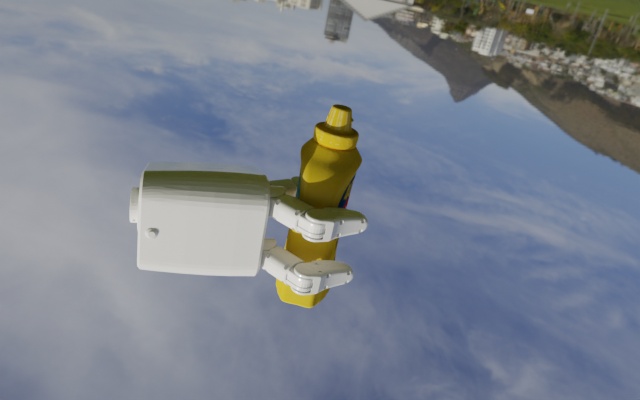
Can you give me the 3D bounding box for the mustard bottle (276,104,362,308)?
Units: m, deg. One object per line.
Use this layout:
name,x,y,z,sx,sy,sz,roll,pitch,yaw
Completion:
mustard bottle,0.000,0.002,0.464,0.058,0.192,0.096,14,25,5
